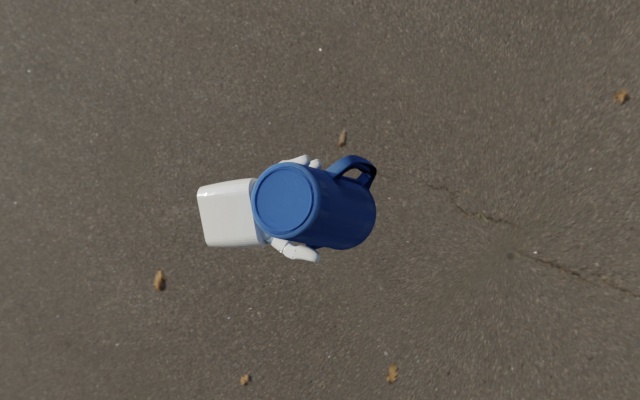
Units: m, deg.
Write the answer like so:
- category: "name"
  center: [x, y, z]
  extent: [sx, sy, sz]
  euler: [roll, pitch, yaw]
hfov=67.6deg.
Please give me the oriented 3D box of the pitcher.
- category: "pitcher"
  center: [0.000, 0.003, 0.754]
  extent: [0.145, 0.149, 0.243]
  euler: [-4, -7, 21]
